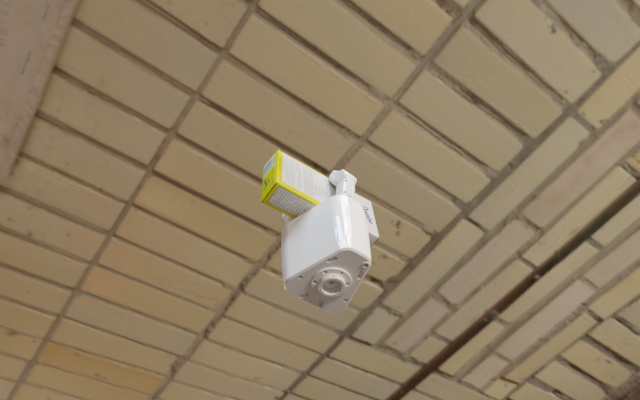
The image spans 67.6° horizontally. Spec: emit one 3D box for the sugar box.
[{"bbox_3d":[0.000,0.003,0.694,0.176,0.048,0.093,31,28,-23],"label":"sugar box"}]
